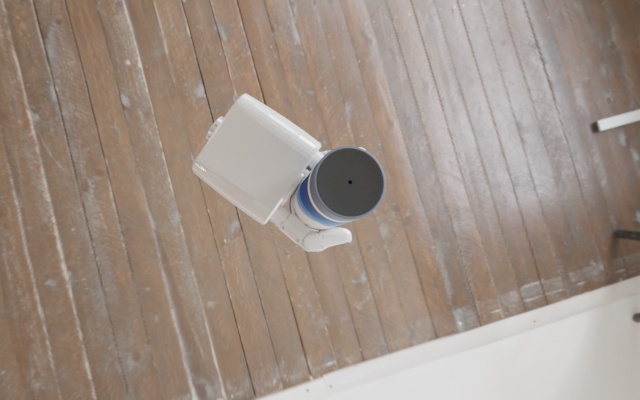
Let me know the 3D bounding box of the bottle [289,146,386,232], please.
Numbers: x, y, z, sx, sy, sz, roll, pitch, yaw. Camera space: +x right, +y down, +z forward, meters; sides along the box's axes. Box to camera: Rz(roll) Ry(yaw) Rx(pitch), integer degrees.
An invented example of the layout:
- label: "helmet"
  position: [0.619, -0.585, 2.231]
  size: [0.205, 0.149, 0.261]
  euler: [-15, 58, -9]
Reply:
- label: "bottle"
  position: [0.000, 0.002, 0.567]
  size: [0.069, 0.069, 0.296]
  euler: [0, -7, -10]
